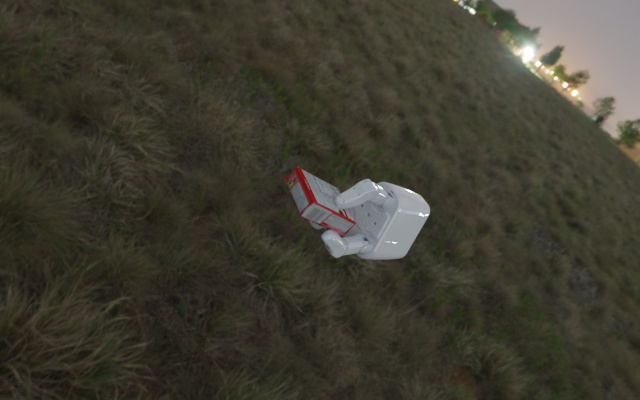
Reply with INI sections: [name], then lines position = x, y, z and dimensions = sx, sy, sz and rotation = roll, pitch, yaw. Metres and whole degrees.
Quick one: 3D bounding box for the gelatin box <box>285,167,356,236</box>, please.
[gelatin box]
position = 0.000, 0.002, 0.647
dimensions = 0.030, 0.073, 0.089
rotation = -44, -45, 20
